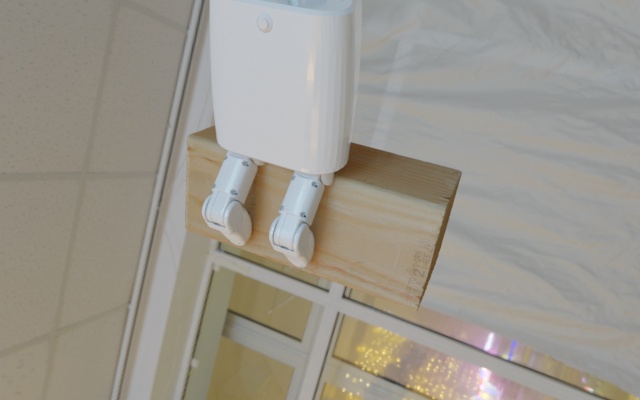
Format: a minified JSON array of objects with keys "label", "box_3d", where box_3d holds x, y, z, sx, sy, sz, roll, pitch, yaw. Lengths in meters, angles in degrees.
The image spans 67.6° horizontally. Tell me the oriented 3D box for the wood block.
[{"label":"wood block","box_3d":[0.000,0.001,0.401,0.206,0.090,0.090,17,27,18]}]
